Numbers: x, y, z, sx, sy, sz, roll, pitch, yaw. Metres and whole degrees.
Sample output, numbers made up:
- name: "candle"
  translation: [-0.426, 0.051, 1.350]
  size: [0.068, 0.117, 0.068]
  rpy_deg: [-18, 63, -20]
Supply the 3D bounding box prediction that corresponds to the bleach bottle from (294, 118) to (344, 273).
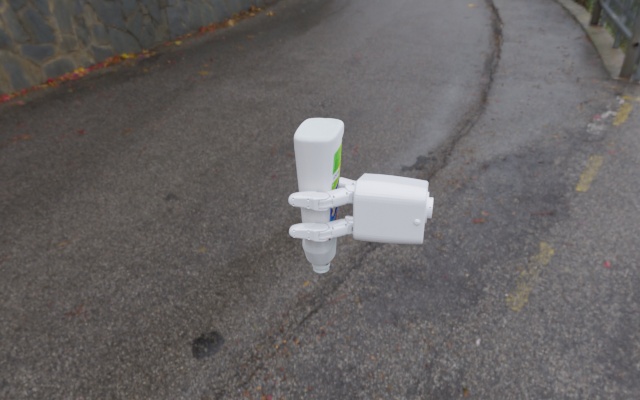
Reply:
- name: "bleach bottle"
  translation: [0.000, 0.003, 0.770]
  size: [0.068, 0.251, 0.102]
  rpy_deg: [5, 29, 12]
